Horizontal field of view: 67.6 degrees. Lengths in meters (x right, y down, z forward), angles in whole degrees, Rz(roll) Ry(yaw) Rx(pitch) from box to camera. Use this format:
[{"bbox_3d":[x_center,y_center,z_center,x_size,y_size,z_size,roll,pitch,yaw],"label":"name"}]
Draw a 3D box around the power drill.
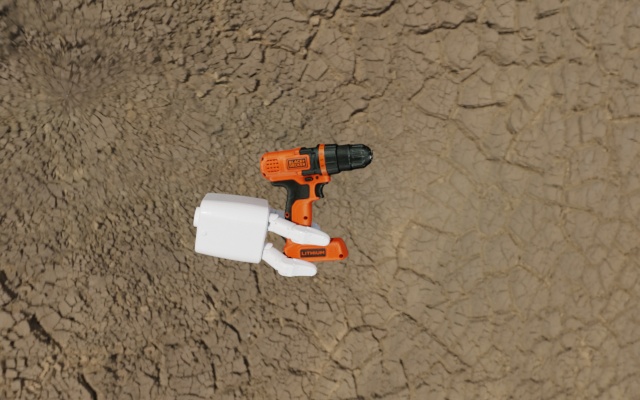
[{"bbox_3d":[0.000,0.003,0.778,0.184,0.187,0.057,-5,4,13],"label":"power drill"}]
